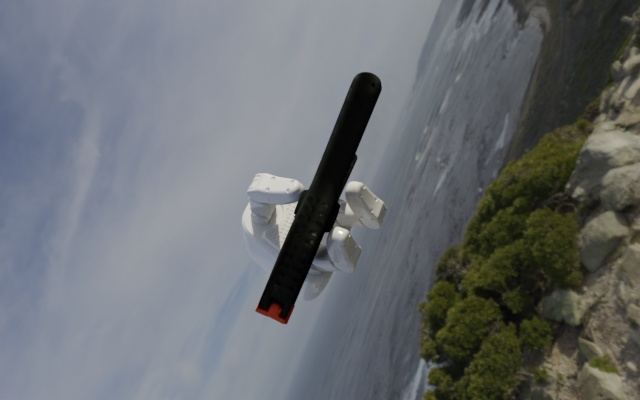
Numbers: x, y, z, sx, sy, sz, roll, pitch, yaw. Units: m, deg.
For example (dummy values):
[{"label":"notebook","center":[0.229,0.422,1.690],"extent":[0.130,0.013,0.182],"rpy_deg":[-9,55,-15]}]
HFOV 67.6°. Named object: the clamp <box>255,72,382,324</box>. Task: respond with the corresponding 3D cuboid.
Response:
[{"label":"clamp","center":[-0.001,0.002,0.417],"extent":[0.036,0.210,0.165],"rpy_deg":[22,-24,5]}]
